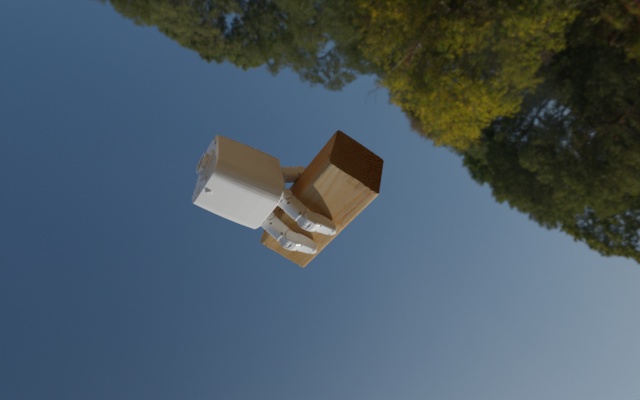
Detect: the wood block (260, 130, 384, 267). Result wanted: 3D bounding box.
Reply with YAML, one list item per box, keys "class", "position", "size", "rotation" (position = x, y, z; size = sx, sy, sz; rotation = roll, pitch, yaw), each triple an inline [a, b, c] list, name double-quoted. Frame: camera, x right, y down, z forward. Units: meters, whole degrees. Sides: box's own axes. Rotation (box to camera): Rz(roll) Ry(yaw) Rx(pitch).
- class: "wood block"
  position: [0.000, 0.002, 0.756]
  size: [0.090, 0.090, 0.206]
  rotation: [32, -51, -14]
